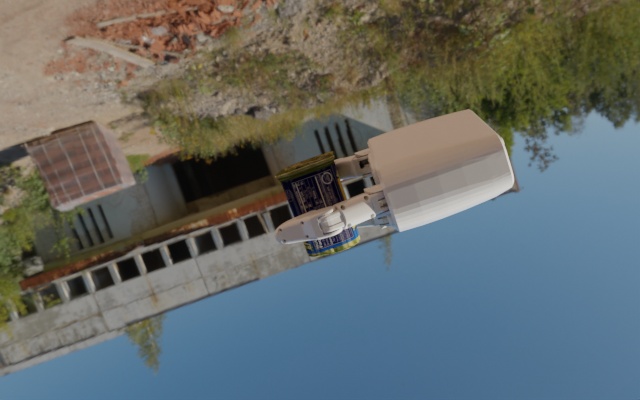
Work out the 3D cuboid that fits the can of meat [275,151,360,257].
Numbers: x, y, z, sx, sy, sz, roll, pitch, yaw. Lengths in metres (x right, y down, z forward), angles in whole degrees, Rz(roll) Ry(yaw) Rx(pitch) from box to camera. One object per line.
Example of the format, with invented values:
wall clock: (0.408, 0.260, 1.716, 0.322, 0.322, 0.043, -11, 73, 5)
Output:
can of meat: (0.000, 0.002, 0.469, 0.057, 0.084, 0.102, -19, 8, 4)
